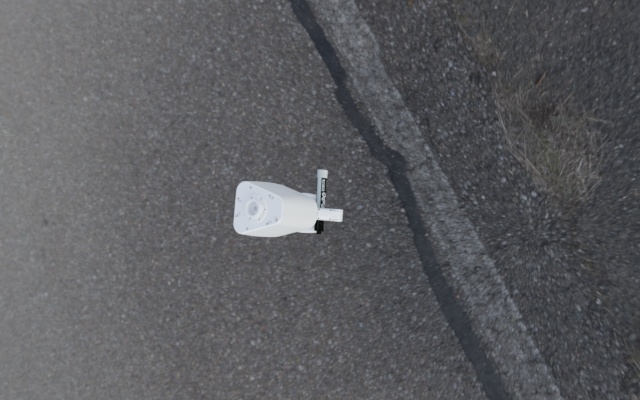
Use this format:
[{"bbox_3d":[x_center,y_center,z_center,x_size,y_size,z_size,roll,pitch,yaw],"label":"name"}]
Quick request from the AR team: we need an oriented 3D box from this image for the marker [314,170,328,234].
[{"bbox_3d":[0.000,0.003,0.898,0.020,0.121,0.020,4,-2,0],"label":"marker"}]
